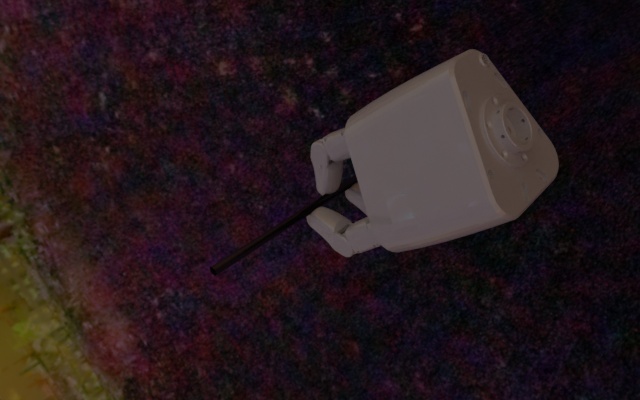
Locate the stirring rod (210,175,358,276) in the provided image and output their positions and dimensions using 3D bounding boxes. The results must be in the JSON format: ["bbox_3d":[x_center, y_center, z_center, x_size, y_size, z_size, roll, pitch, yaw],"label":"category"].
[{"bbox_3d":[0.000,0.001,0.433,0.239,0.011,0.011,-33,21,-36],"label":"stirring rod"}]
